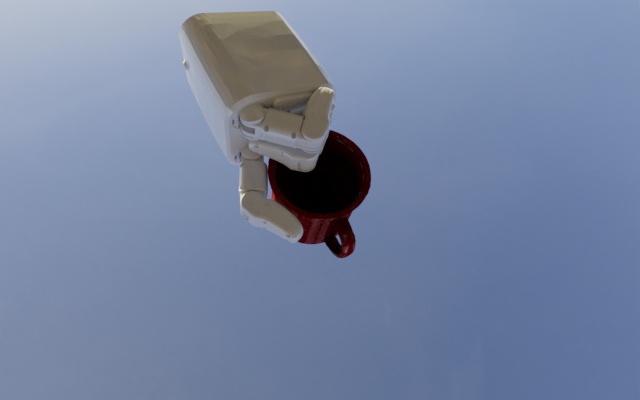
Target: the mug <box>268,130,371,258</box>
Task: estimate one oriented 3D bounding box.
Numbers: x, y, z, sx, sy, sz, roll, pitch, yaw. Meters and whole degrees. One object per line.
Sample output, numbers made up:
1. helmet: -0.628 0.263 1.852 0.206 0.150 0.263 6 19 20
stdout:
1. mug: 0.001 0.003 0.455 0.093 0.117 0.081 -24 -20 -19
